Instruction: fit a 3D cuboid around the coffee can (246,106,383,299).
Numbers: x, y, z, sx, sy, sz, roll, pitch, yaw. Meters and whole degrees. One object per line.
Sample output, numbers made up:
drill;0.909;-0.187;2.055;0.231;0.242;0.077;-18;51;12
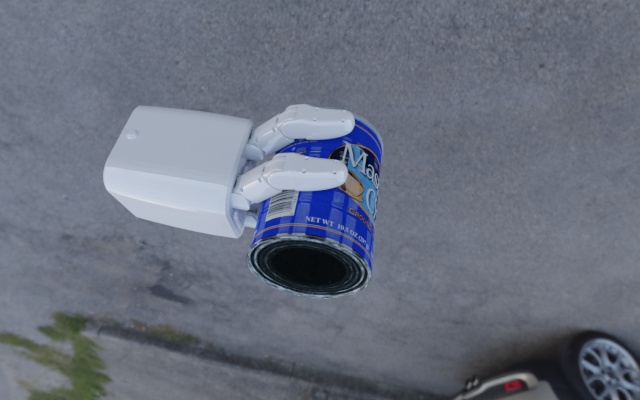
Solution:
coffee can;0.000;0.001;0.427;0.103;0.140;0.103;7;-36;5
